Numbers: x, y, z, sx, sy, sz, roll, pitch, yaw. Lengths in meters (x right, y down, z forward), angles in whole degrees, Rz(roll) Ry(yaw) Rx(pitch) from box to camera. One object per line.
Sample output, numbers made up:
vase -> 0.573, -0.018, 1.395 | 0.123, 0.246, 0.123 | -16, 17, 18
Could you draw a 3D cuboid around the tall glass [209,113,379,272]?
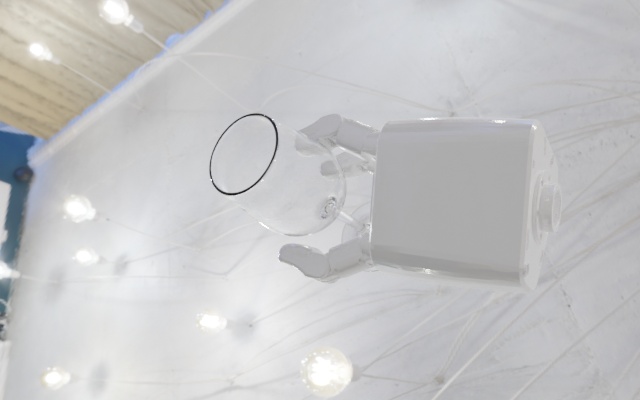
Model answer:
tall glass -> 0.000, 0.002, 0.402 | 0.079, 0.079, 0.201 | 0, -20, 35
